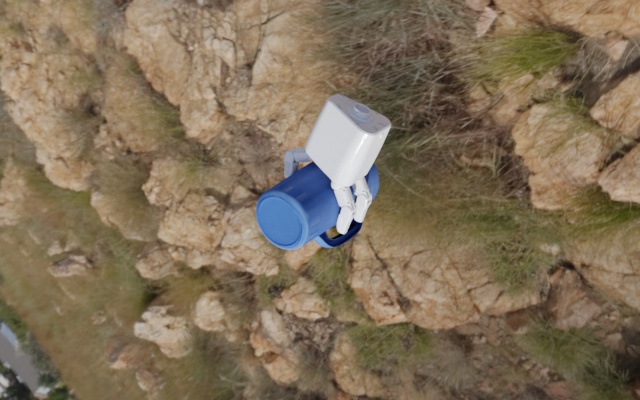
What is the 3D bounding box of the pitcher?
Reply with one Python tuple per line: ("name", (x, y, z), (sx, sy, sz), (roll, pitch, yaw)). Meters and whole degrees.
("pitcher", (0.000, 0.003, 0.865), (0.149, 0.145, 0.242), (38, 37, 14))
